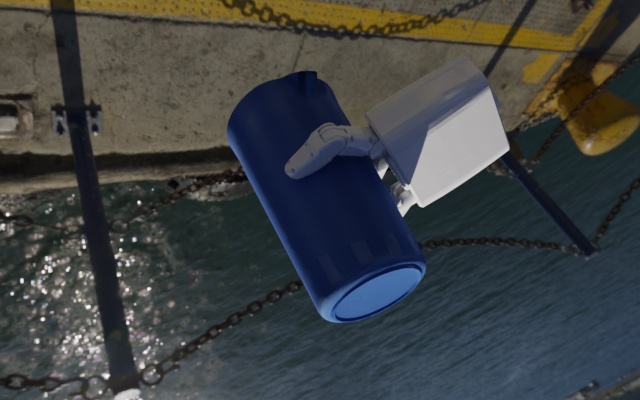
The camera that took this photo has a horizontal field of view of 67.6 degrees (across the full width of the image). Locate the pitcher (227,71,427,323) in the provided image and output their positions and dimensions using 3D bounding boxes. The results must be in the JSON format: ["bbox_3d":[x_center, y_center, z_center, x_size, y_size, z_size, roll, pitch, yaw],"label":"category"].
[{"bbox_3d":[0.000,0.001,0.495,0.145,0.242,0.149,-33,-32,8],"label":"pitcher"}]
